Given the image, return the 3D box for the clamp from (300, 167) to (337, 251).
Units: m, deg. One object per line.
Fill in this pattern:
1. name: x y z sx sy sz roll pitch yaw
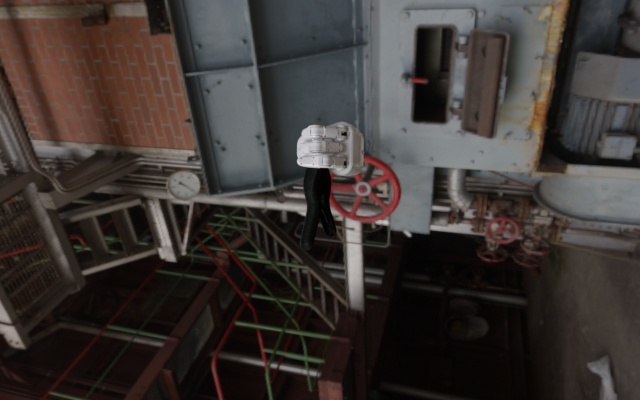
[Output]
1. clamp: 0.000 0.003 0.891 0.039 0.171 0.120 6 3 21
